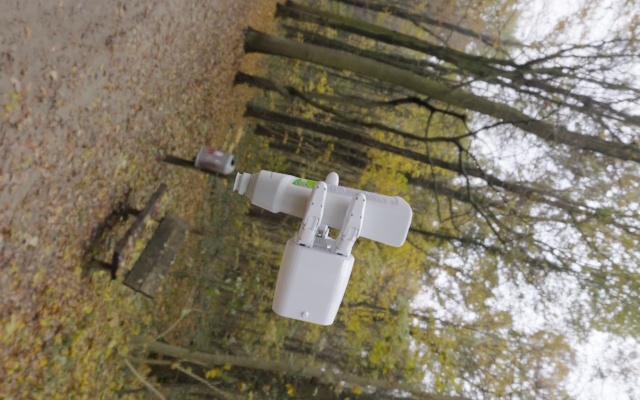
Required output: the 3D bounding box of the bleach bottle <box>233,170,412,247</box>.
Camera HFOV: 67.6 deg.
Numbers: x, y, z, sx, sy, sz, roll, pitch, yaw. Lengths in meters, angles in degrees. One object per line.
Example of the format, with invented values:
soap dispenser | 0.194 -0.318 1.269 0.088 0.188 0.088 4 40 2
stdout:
bleach bottle | 0.000 0.002 0.698 0.251 0.068 0.102 14 10 -6
